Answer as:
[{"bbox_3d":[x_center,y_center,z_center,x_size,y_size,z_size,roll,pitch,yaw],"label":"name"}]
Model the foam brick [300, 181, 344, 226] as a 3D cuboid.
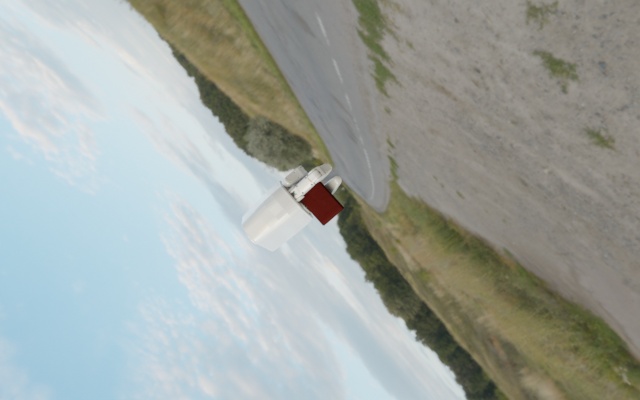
[{"bbox_3d":[0.000,0.003,0.891,0.051,0.078,0.053,-42,-5,0],"label":"foam brick"}]
